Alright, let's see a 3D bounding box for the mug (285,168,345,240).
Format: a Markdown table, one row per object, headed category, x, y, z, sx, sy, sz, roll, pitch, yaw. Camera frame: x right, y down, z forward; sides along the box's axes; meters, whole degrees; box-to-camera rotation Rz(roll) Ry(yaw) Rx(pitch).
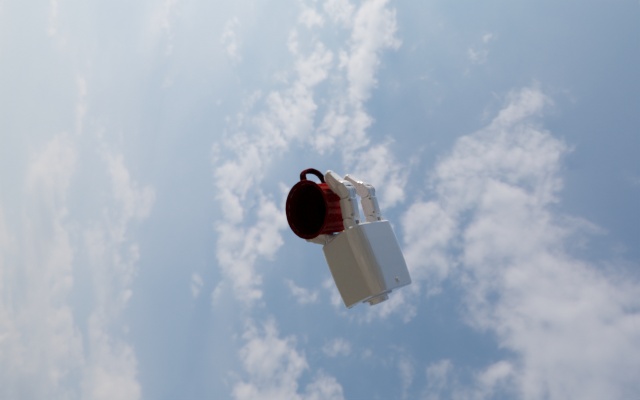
| category | x | y | z | sx | sy | sz | roll | pitch | yaw |
| --- | --- | --- | --- | --- | --- | --- | --- | --- | --- |
| mug | 0.000 | 0.001 | 0.772 | 0.081 | 0.117 | 0.093 | -2 | -23 | -48 |
